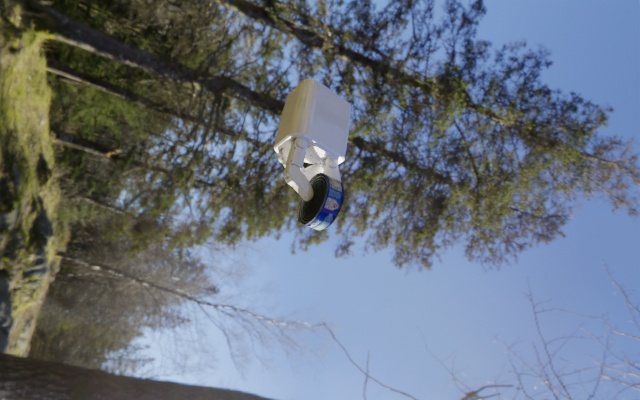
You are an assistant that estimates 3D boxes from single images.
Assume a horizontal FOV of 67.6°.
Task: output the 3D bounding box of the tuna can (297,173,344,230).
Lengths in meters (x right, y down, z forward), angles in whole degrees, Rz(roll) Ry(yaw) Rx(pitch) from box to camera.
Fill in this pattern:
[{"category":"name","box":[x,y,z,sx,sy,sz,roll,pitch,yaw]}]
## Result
[{"category":"tuna can","box":[0.001,0.003,0.740,0.034,0.086,0.086,22,-10,-25]}]
